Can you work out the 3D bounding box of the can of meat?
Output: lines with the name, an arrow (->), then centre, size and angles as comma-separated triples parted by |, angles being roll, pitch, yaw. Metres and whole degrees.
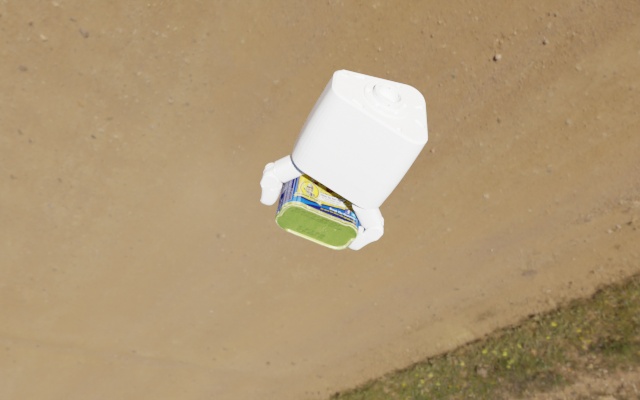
can of meat -> 0.000, 0.002, 0.576 | 0.102, 0.083, 0.057 | 22, -44, -15
